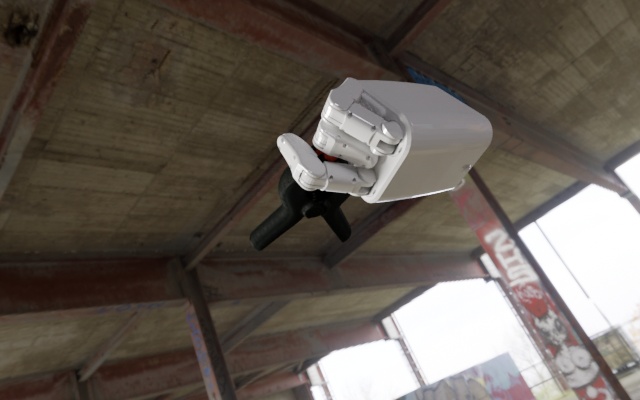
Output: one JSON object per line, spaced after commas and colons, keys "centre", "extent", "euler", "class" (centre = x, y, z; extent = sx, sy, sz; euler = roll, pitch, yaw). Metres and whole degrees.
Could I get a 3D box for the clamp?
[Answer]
{"centre": [0.000, 0.001, 0.509], "extent": [0.120, 0.039, 0.172], "euler": [-4, -33, -28], "class": "clamp"}
